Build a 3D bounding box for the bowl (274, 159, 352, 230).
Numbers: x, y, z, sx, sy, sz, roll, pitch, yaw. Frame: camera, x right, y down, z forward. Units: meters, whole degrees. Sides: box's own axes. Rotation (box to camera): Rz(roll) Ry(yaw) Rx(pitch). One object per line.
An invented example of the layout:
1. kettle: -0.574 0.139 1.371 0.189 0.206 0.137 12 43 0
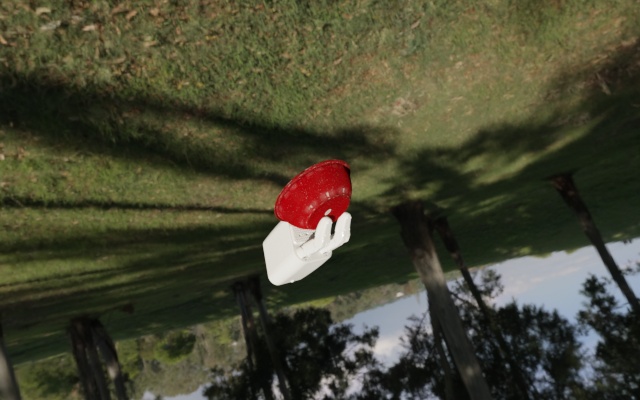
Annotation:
1. bowl: 0.001 0.002 0.854 0.162 0.055 0.162 -28 -29 -17
